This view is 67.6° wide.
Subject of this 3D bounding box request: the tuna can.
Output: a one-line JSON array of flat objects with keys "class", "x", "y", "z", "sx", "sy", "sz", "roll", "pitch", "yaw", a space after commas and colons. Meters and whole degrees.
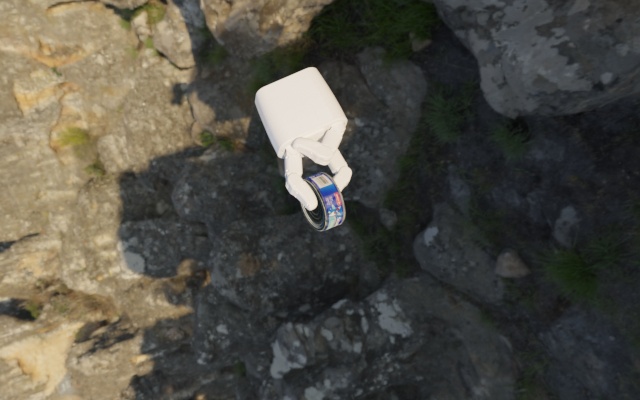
[{"class": "tuna can", "x": 0.000, "y": 0.003, "z": 0.721, "sx": 0.033, "sy": 0.086, "sz": 0.086, "roll": -21, "pitch": 9, "yaw": -25}]
